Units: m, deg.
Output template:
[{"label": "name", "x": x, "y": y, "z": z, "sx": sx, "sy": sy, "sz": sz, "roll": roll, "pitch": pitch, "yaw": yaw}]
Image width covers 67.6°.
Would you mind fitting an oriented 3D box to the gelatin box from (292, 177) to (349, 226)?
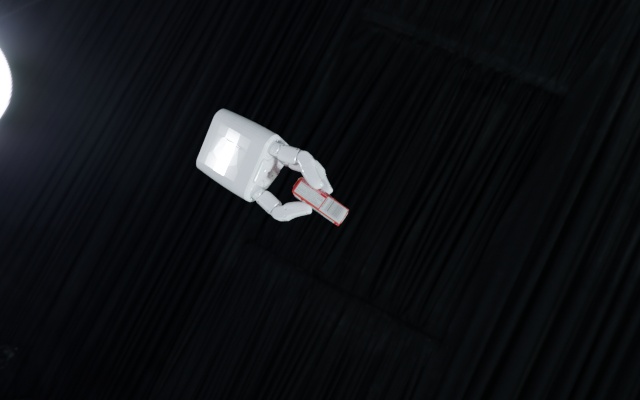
[{"label": "gelatin box", "x": 0.000, "y": 0.003, "z": 0.738, "sx": 0.089, "sy": 0.030, "sz": 0.073, "roll": 35, "pitch": -4, "yaw": 4}]
